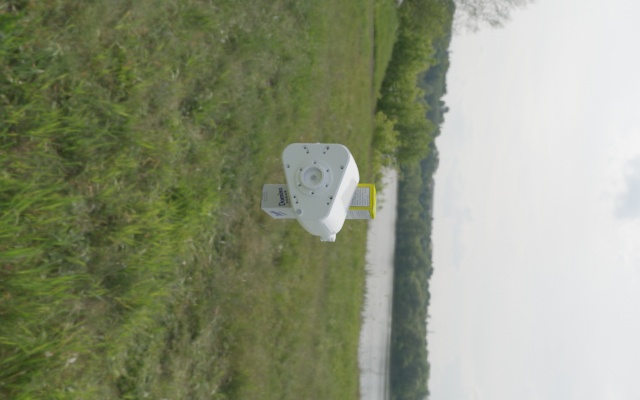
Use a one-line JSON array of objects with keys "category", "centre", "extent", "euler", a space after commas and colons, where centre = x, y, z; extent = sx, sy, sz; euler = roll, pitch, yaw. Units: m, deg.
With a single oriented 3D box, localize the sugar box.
[{"category": "sugar box", "centre": [0.000, 0.002, 0.769], "extent": [0.176, 0.048, 0.093], "euler": [3, -13, 9]}]
